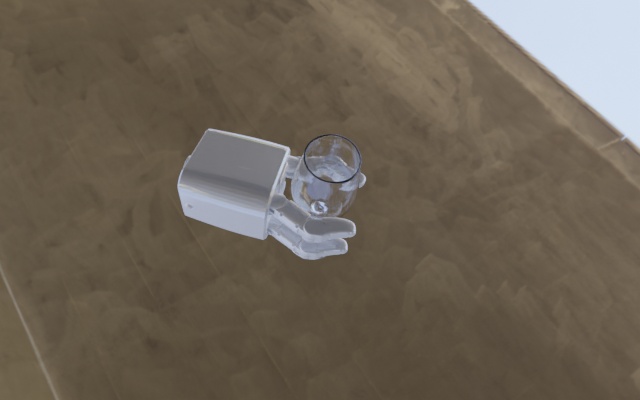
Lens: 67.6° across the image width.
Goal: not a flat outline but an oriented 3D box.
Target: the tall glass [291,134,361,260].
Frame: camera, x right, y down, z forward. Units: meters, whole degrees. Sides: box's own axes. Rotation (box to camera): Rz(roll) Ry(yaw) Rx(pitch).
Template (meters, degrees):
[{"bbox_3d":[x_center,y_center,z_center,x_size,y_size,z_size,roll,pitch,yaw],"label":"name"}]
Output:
[{"bbox_3d":[0.000,0.002,0.586,0.079,0.079,0.201,0,-28,-9],"label":"tall glass"}]
